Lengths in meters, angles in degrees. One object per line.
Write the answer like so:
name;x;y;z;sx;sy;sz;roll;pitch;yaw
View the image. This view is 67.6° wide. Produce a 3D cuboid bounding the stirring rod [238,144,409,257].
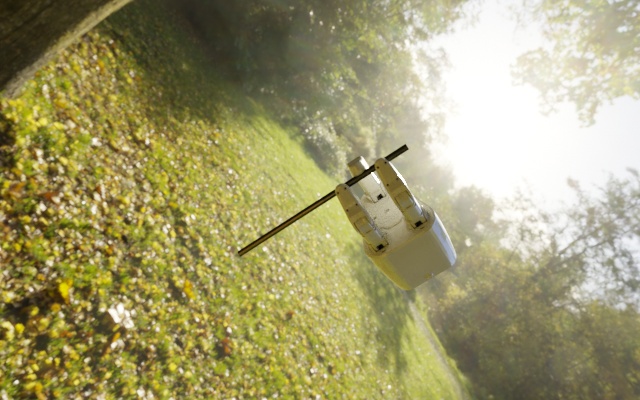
stirring rod;0.000;0.002;0.570;0.239;0.011;0.011;-33;-6;9
